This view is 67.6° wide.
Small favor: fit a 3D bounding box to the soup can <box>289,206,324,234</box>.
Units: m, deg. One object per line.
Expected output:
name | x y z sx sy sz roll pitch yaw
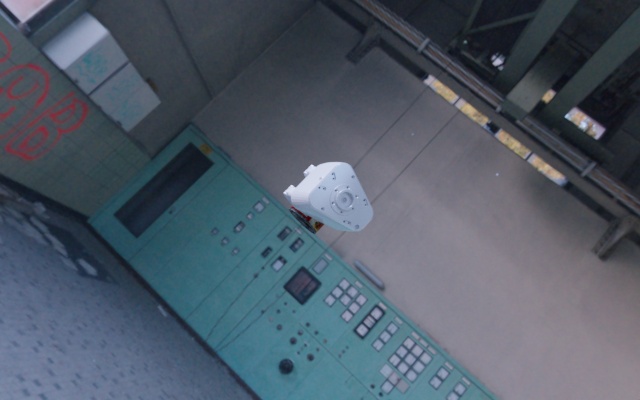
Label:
soup can | 0.000 0.003 0.891 0.068 0.102 0.068 42 -11 10
